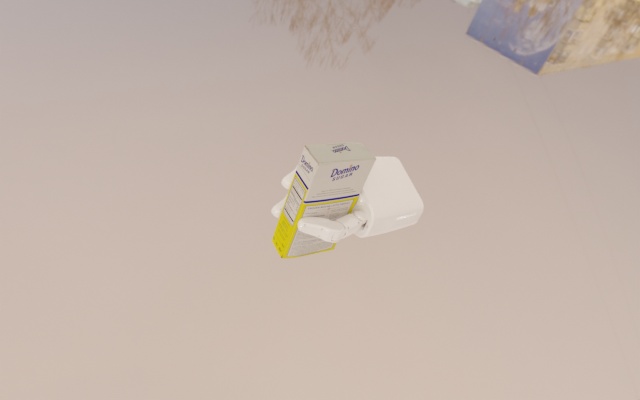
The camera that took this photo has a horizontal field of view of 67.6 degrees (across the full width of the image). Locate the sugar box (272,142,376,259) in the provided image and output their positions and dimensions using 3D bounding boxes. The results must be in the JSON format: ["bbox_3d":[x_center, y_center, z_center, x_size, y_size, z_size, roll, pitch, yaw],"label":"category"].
[{"bbox_3d":[0.000,0.002,0.653,0.093,0.176,0.048,-8,45,-33],"label":"sugar box"}]
